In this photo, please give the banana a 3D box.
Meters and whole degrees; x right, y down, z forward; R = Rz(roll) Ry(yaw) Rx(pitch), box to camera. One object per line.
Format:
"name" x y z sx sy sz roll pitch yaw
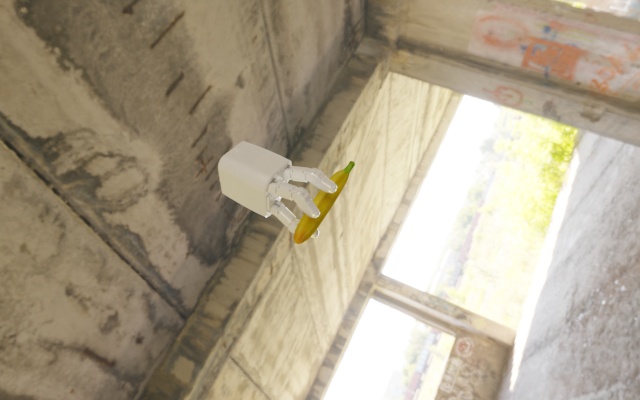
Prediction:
"banana" 0.000 0.008 0.898 0.037 0.197 0.070 30 -24 8
